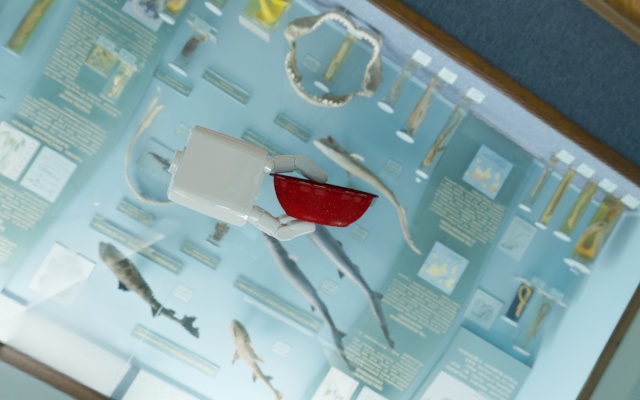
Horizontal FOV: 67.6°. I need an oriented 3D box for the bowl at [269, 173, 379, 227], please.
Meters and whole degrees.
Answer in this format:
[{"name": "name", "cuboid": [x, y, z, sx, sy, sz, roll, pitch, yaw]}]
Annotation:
[{"name": "bowl", "cuboid": [0.001, 0.003, 0.693, 0.162, 0.055, 0.162, 11, 4, -1]}]
